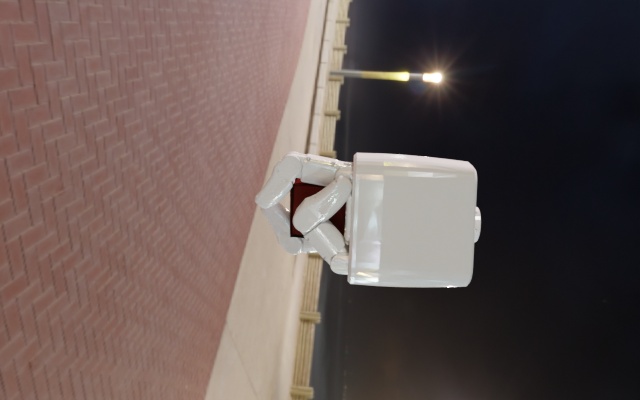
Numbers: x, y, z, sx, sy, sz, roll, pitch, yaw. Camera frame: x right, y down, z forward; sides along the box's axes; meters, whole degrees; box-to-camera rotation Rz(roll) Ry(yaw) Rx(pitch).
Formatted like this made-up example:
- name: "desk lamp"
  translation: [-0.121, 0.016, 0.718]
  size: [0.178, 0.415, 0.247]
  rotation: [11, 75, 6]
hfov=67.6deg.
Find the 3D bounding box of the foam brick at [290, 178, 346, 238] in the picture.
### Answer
- name: "foam brick"
  translation: [0.000, 0.001, 0.470]
  size: [0.051, 0.053, 0.078]
  rotation: [2, 17, 4]
